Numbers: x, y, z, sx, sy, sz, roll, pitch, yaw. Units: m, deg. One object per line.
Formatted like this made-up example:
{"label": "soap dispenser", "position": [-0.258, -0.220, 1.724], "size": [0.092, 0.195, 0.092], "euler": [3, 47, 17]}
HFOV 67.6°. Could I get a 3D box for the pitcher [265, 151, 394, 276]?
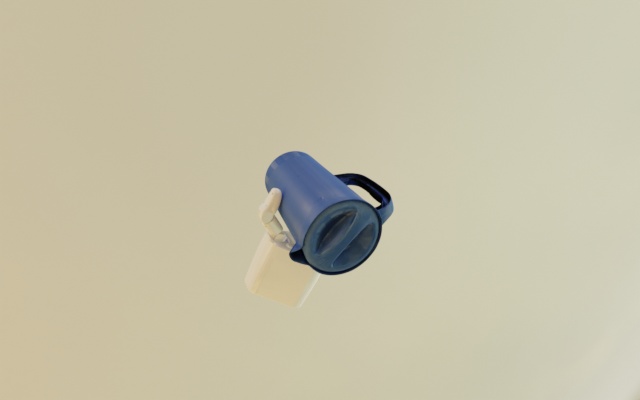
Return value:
{"label": "pitcher", "position": [0.000, 0.003, 0.810], "size": [0.149, 0.145, 0.242], "euler": [16, 19, -32]}
